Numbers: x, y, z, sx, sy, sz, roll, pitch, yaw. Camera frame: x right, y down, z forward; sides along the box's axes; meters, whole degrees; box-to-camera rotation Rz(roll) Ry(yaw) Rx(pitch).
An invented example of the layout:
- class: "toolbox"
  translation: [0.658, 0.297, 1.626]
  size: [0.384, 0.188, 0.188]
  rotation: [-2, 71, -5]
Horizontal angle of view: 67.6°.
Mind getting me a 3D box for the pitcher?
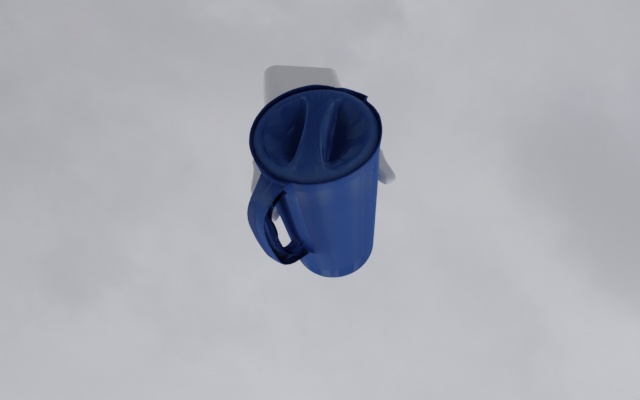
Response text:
- class: "pitcher"
  translation: [0.000, 0.002, 0.562]
  size: [0.149, 0.145, 0.243]
  rotation: [-12, -35, -1]
